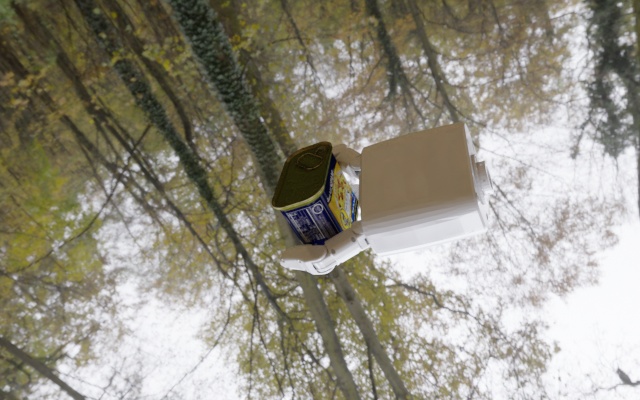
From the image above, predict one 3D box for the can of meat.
[{"bbox_3d":[0.000,0.002,0.504,0.057,0.084,0.102,-17,34,22],"label":"can of meat"}]
